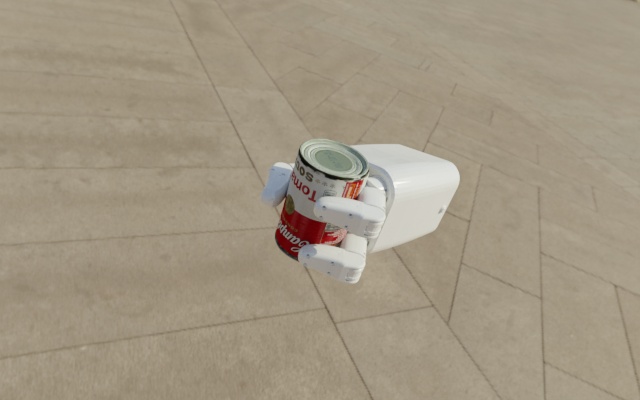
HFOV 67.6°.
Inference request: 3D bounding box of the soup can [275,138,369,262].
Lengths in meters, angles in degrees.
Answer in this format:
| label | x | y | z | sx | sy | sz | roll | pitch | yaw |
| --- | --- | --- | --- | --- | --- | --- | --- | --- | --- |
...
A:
| label | x | y | z | sx | sy | sz | roll | pitch | yaw |
| --- | --- | --- | --- | --- | --- | --- | --- | --- | --- |
| soup can | 0.000 | 0.001 | 0.453 | 0.068 | 0.102 | 0.068 | 12 | 34 | -8 |
